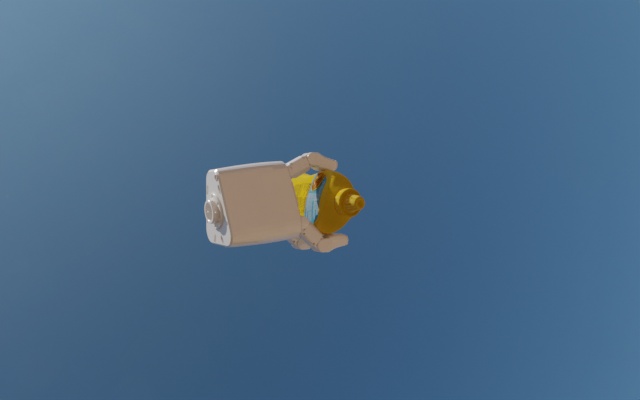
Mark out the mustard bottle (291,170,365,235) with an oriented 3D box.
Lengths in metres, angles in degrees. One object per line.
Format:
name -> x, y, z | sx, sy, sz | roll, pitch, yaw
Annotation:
mustard bottle -> 0.000, 0.002, 0.727 | 0.058, 0.096, 0.191 | 21, -11, -32
